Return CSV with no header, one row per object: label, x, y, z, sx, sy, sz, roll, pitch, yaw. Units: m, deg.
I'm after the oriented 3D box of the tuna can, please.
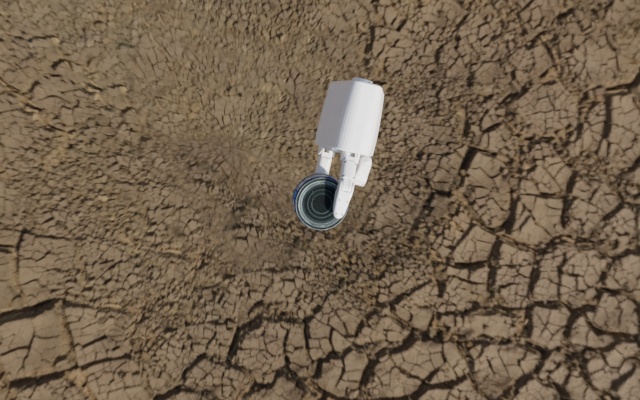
tuna can,0.000,0.003,0.744,0.086,0.086,0.033,0,12,-9
